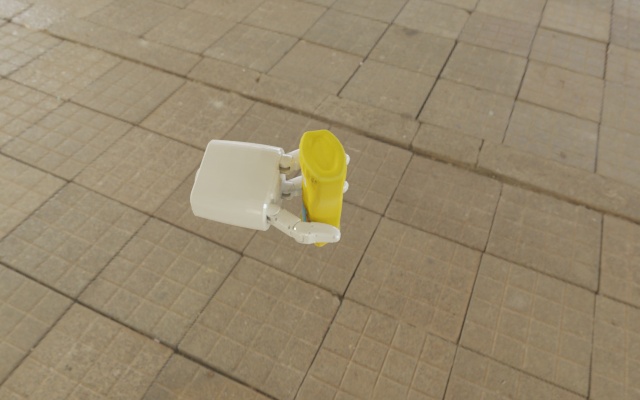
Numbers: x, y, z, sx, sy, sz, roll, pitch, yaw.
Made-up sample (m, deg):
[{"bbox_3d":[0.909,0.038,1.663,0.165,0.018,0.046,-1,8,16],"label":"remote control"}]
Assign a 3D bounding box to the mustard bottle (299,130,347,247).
[{"bbox_3d":[0.000,0.002,0.668,0.058,0.096,0.192,-9,-40,-10],"label":"mustard bottle"}]
